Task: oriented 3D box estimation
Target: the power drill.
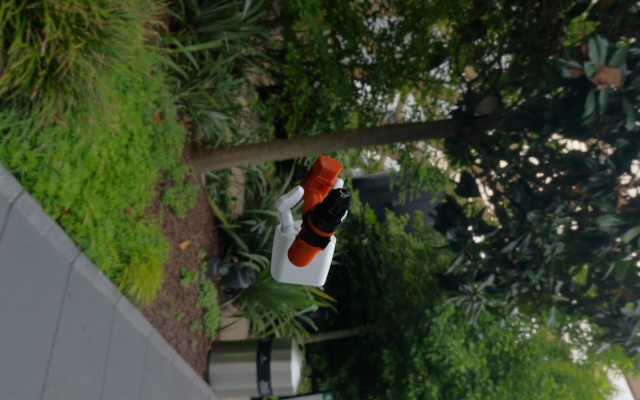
[{"bbox_3d":[0.000,0.003,0.856,0.057,0.184,0.187,25,37,-15],"label":"power drill"}]
